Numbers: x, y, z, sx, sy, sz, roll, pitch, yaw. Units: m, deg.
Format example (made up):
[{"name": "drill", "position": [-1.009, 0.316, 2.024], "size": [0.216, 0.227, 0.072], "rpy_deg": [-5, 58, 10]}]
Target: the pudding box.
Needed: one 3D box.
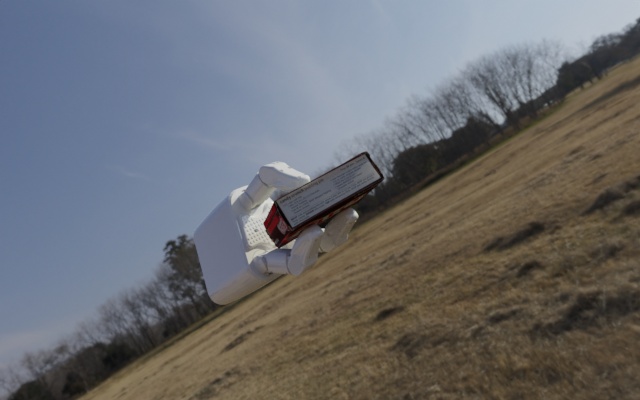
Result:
[{"name": "pudding box", "position": [0.000, 0.001, 0.494], "size": [0.113, 0.039, 0.090], "rpy_deg": [-31, -6, -20]}]
